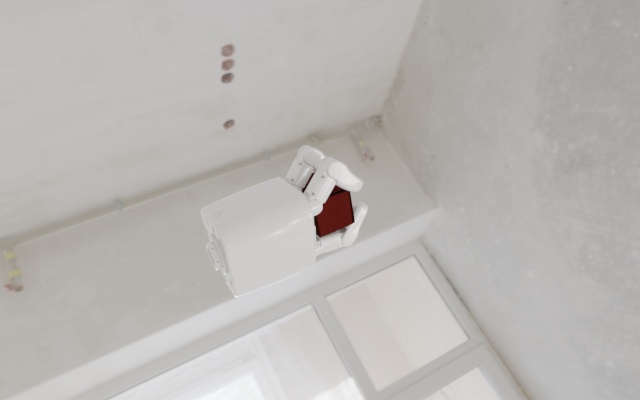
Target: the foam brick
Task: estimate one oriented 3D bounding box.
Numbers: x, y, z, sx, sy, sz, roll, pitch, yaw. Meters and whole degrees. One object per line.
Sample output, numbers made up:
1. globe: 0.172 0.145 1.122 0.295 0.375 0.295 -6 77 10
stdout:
1. foam brick: 0.000 0.002 0.610 0.051 0.053 0.078 -22 28 -20
